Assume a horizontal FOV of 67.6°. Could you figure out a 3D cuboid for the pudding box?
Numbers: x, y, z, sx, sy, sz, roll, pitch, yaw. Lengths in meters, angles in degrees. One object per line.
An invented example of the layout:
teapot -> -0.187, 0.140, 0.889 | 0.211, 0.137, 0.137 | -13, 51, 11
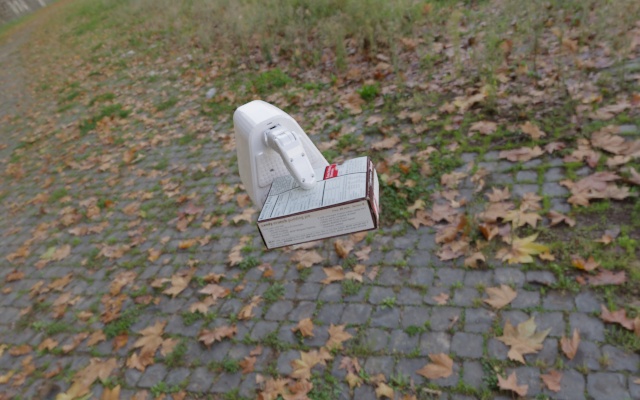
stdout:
pudding box -> 0.000, 0.001, 0.474 | 0.113, 0.039, 0.090 | -14, 29, 15
